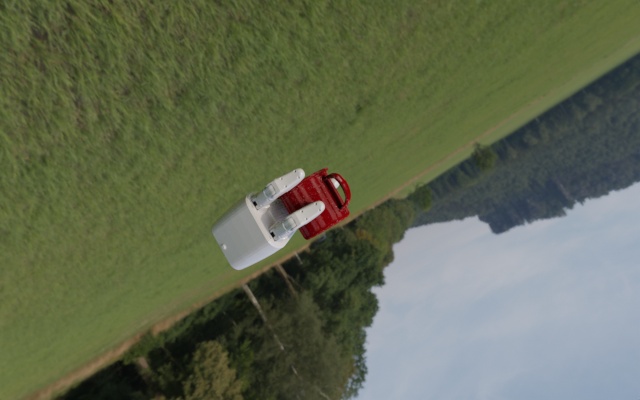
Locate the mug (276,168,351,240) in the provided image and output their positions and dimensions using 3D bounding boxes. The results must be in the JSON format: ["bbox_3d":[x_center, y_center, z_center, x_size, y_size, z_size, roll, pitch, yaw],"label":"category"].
[{"bbox_3d":[0.001,0.002,0.727,0.117,0.081,0.093,-32,-3,36],"label":"mug"}]
